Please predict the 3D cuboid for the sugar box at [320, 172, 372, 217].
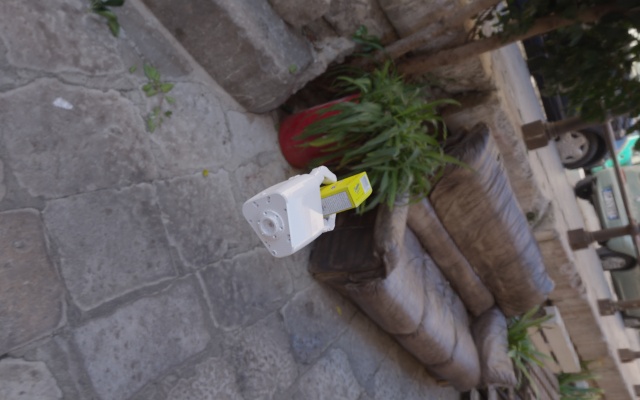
[{"bbox_3d":[0.000,0.002,0.884,0.176,0.048,0.093,-16,11,30],"label":"sugar box"}]
